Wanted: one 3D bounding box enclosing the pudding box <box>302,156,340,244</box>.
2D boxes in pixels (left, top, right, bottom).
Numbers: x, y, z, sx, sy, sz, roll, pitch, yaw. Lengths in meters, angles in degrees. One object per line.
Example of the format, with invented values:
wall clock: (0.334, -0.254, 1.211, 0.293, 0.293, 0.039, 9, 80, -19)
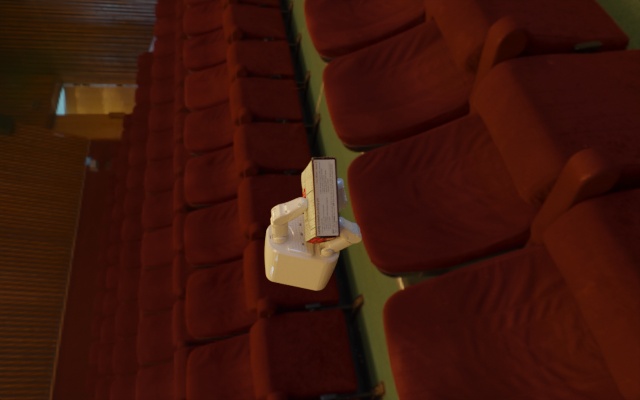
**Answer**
pudding box: (0.000, 0.002, 0.681, 0.039, 0.113, 0.090, -3, -8, -12)
